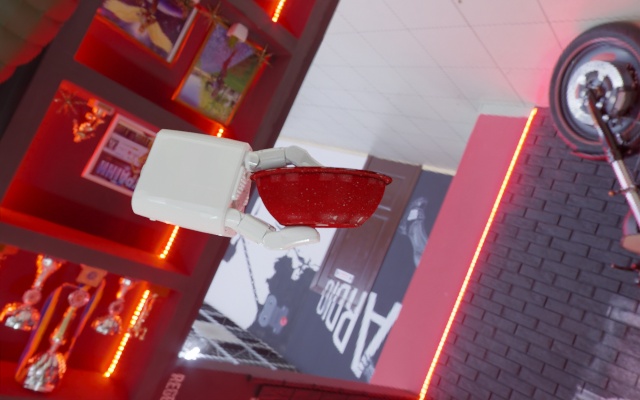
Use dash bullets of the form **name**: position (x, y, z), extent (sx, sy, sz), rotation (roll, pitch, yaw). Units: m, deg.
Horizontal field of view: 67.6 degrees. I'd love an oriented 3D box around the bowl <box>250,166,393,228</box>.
- **bowl**: position (0.001, 0.002, 0.539), extent (0.162, 0.055, 0.162), rotation (1, -6, 0)
